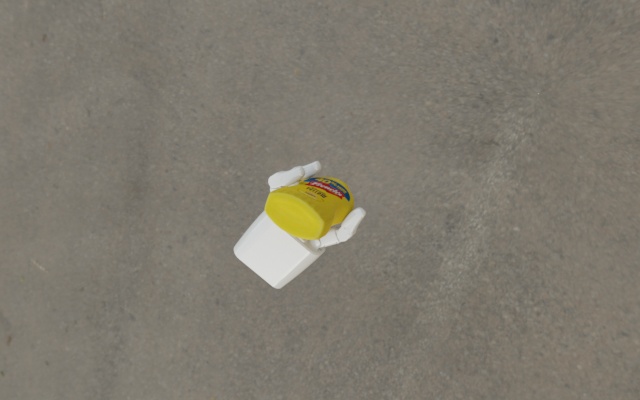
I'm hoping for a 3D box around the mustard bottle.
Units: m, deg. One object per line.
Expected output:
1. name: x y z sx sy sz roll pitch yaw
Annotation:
1. mustard bottle: 0.000 0.002 0.745 0.096 0.058 0.191 26 22 18
